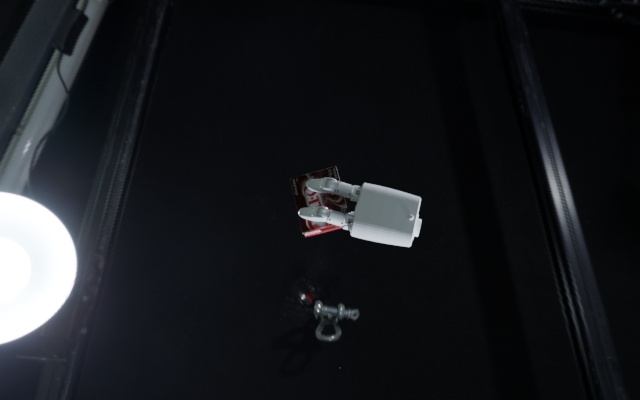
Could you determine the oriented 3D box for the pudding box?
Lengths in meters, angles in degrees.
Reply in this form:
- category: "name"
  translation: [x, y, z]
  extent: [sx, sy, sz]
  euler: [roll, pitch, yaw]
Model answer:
- category: "pudding box"
  translation: [0.000, 0.003, 0.881]
  extent: [0.090, 0.113, 0.039]
  euler: [-15, -22, 2]
